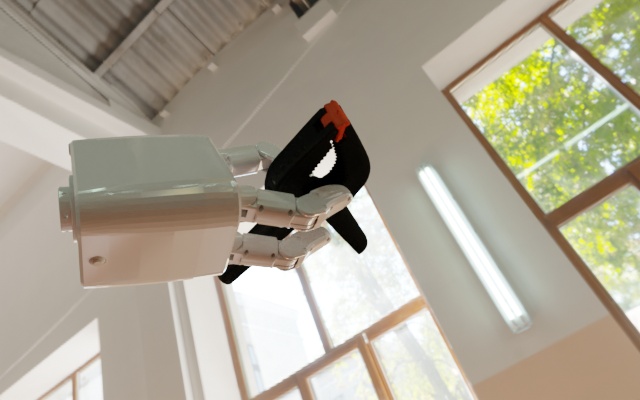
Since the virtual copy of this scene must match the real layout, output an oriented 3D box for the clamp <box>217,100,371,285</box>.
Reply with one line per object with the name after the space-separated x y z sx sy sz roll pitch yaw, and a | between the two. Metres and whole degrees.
0.000 0.000 0.438 0.164 0.036 0.210 -6 -39 -29 | clamp
